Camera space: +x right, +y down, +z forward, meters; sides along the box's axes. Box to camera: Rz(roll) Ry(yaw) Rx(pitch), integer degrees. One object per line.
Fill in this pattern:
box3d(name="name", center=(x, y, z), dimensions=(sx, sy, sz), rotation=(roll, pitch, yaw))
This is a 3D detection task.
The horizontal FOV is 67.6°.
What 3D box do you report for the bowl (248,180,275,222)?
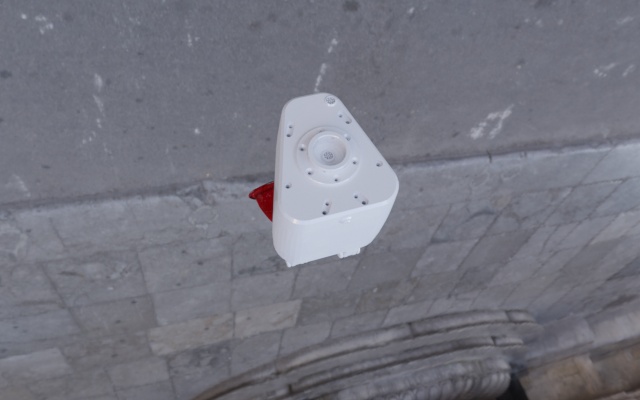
box3d(name="bowl", center=(0.000, 0.002, 0.564), dimensions=(0.162, 0.055, 0.162), rotation=(-13, -5, -1))
